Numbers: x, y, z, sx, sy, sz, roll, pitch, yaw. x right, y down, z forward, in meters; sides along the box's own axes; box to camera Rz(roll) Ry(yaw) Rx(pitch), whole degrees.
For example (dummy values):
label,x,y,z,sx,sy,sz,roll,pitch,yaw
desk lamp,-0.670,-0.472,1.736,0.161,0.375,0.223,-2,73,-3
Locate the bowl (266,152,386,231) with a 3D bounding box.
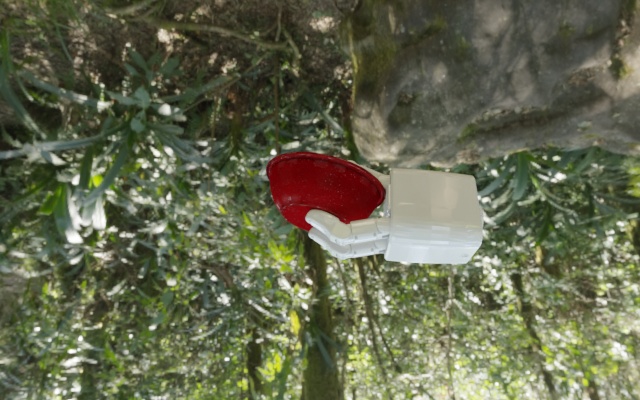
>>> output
label,x,y,z,sx,sy,sz,roll,pitch,yaw
bowl,-0.001,0.002,0.619,0.162,0.055,0.162,13,-23,6
